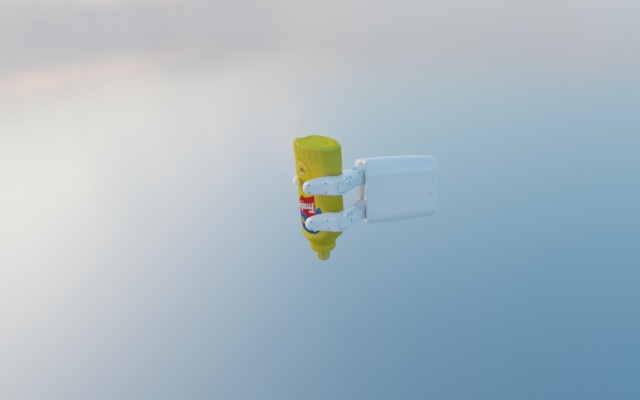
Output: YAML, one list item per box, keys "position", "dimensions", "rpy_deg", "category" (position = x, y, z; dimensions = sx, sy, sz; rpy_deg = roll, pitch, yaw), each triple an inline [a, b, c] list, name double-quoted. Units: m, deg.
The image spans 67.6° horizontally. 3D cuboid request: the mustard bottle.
- position: [0.000, 0.002, 0.724]
  dimensions: [0.058, 0.192, 0.096]
  rpy_deg: [-15, 24, -26]
  category: "mustard bottle"
